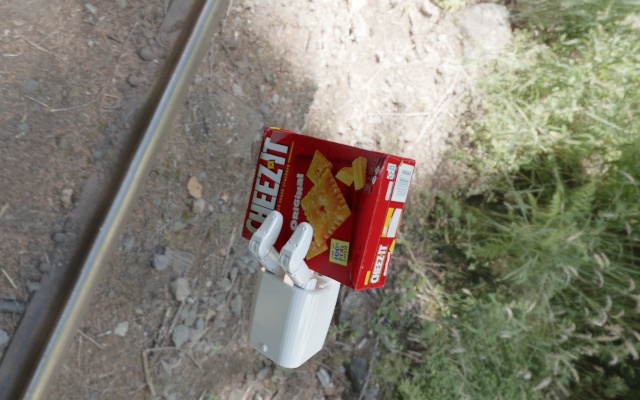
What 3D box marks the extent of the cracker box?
[{"bbox_3d":[0.000,0.002,0.625,0.213,0.164,0.072,19,8,39],"label":"cracker box"}]
